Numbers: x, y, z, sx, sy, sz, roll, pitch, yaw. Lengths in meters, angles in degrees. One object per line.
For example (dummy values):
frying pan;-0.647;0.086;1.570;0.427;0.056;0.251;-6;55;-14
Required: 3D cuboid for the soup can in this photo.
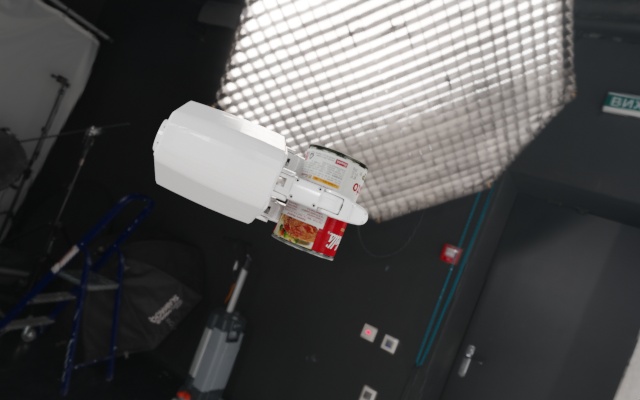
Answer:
soup can;0.001;0.002;0.491;0.068;0.102;0.068;22;-2;1
